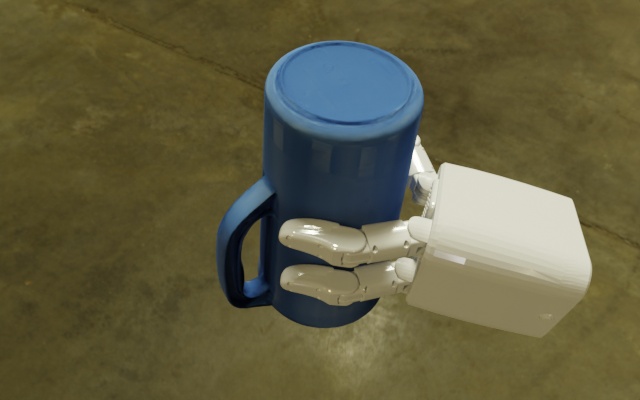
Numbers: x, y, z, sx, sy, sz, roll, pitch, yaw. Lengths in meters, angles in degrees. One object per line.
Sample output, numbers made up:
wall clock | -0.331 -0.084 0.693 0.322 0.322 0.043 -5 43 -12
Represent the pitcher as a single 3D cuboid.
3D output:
pitcher | 0.000 0.001 0.402 0.145 0.149 0.243 15 -39 8
